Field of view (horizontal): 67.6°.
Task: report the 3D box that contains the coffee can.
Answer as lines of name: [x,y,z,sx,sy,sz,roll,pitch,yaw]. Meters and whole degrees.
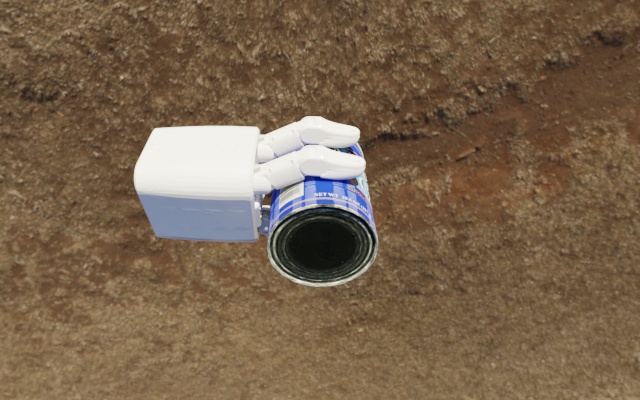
coffee can: [0.000,0.002,0.489,0.103,0.103,0.140,0,38,-2]
